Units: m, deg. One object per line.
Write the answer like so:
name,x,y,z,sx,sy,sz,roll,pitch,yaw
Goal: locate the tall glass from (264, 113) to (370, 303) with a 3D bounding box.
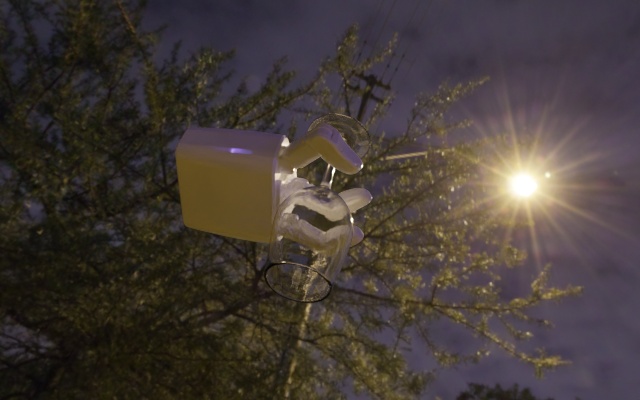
tall glass,0.000,0.001,0.484,0.079,0.201,0.079,9,-42,8
